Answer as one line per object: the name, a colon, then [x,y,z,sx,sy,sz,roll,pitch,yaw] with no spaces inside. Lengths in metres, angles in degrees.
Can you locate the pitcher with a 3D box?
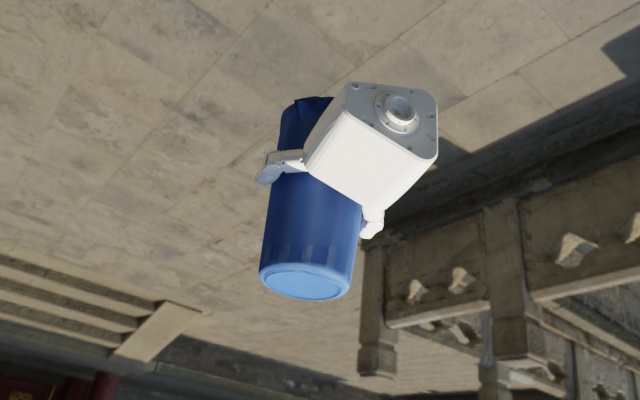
pitcher: [0.000,0.002,0.616,0.149,0.242,0.145,18,-32,-16]
